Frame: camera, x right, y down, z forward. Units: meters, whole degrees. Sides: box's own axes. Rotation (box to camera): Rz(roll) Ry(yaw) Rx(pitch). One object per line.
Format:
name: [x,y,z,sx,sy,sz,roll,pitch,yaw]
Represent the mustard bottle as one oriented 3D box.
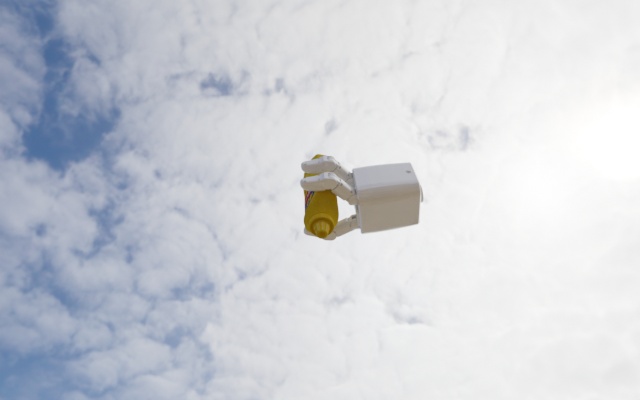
mustard bottle: [0.000,0.003,0.832,0.058,0.096,0.191,12,31,-10]
